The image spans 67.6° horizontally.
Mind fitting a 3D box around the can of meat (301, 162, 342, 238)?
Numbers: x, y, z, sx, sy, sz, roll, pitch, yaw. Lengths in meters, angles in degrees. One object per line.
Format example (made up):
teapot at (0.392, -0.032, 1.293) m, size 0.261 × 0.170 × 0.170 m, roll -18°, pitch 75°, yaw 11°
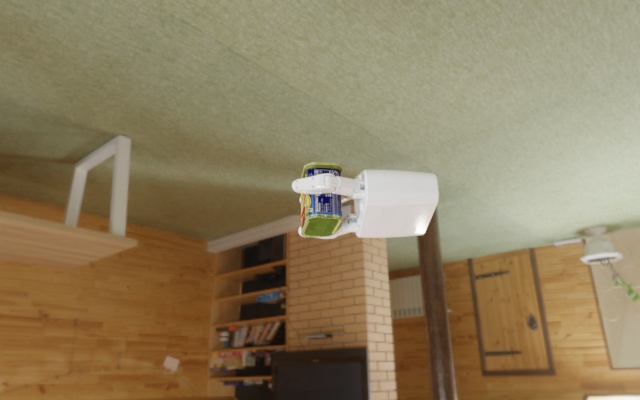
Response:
can of meat at (0.000, 0.003, 0.714) m, size 0.057 × 0.084 × 0.102 m, roll 2°, pitch -21°, yaw -8°
